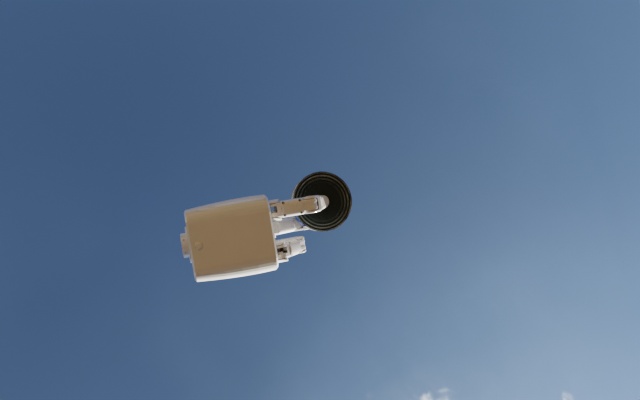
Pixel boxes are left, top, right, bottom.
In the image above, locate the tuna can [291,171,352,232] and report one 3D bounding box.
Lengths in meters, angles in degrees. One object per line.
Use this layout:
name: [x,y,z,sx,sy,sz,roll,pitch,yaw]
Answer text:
tuna can: [0.000,0.002,0.693,0.086,0.086,0.034,0,-3,-12]
